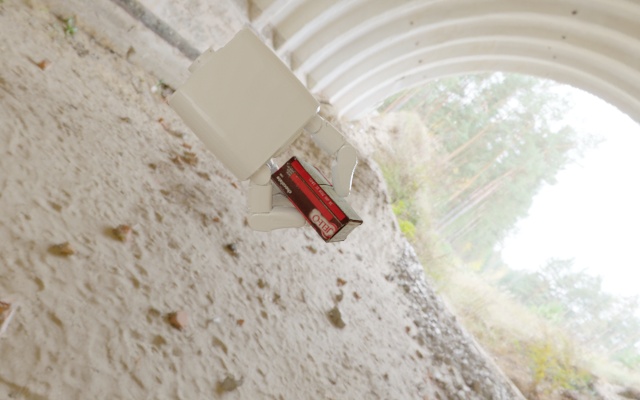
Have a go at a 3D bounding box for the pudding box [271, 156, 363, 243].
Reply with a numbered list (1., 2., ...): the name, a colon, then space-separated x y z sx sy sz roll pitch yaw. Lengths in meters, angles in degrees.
1. pudding box: 0.000 0.002 0.521 0.039 0.090 0.113 -42 -11 8
